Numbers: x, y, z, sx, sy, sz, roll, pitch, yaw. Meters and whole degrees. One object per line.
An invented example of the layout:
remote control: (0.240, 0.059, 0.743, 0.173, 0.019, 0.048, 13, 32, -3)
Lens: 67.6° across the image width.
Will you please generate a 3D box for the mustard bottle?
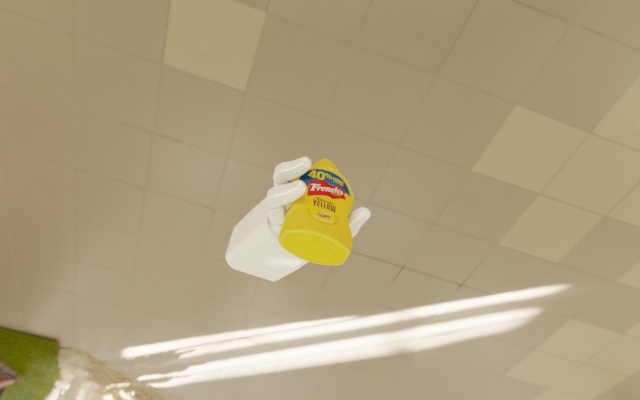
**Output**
mustard bottle: (0.000, 0.002, 0.692, 0.096, 0.058, 0.191, 18, 40, -9)
